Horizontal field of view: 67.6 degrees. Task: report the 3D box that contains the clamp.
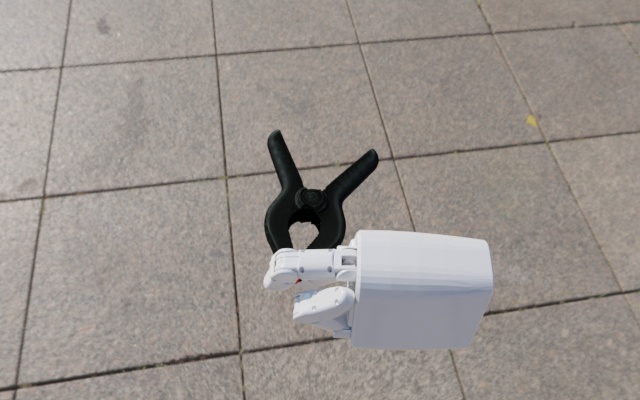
[{"bbox_3d":[0.000,0.001,0.477,0.120,0.171,0.039,1,-30,2],"label":"clamp"}]
